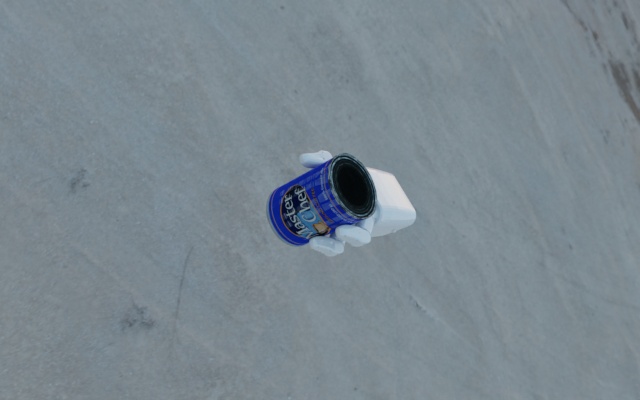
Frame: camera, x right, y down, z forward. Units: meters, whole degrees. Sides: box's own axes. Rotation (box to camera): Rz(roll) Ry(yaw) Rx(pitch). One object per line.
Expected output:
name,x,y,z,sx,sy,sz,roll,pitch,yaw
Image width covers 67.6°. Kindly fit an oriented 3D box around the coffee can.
coffee can,0.000,0.002,0.726,0.140,0.102,0.103,-26,-17,39
